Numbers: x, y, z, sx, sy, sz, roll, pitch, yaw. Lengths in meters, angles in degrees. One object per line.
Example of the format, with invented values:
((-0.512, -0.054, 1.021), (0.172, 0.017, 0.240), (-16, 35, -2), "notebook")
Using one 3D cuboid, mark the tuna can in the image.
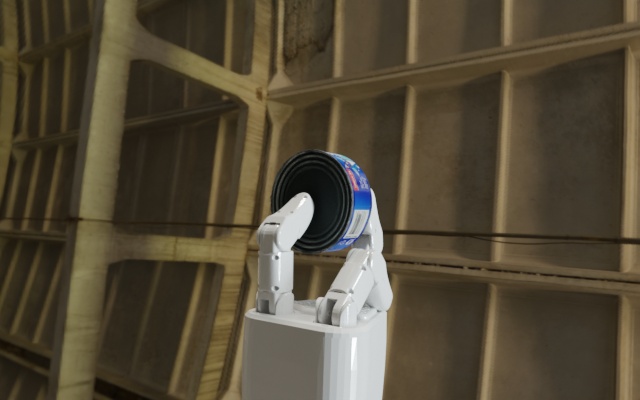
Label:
((0.000, 0.001, 0.403), (0.086, 0.086, 0.034), (0, -1, 37), "tuna can")
